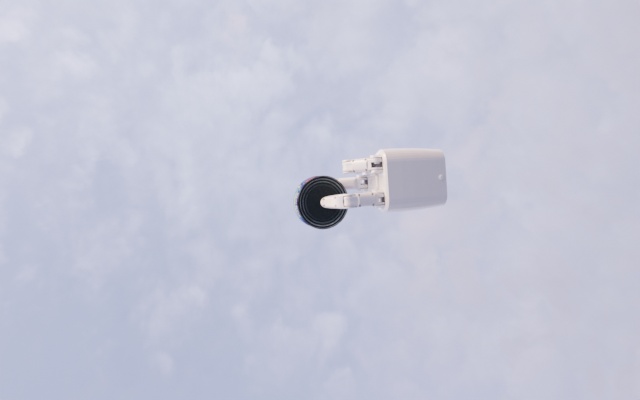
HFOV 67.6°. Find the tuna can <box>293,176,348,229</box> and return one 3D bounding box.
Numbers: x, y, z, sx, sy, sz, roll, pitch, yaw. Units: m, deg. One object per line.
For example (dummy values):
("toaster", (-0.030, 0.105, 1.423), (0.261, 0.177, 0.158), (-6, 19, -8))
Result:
("tuna can", (0.000, 0.003, 0.773), (0.086, 0.086, 0.034), (0, 3, -17))
